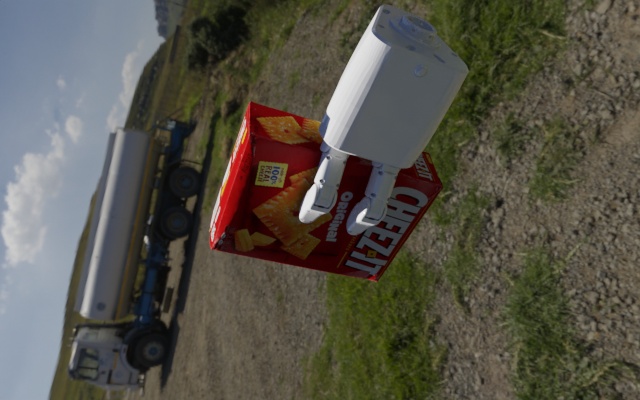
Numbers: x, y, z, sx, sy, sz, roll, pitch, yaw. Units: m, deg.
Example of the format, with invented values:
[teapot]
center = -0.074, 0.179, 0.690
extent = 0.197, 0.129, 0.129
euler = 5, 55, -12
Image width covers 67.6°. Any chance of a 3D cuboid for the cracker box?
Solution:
[cracker box]
center = 0.000, 0.002, 0.533
extent = 0.214, 0.164, 0.072
euler = 14, 38, -18
